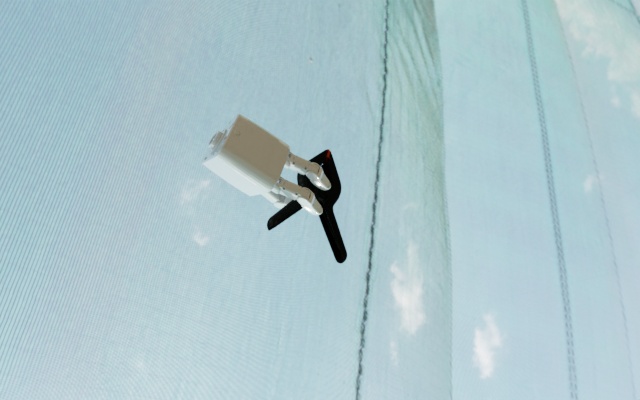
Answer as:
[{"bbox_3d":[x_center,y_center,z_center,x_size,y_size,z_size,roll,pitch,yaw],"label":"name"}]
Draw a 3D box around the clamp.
[{"bbox_3d":[0.000,0.003,0.864,0.164,0.209,0.036,35,-38,-24],"label":"clamp"}]
